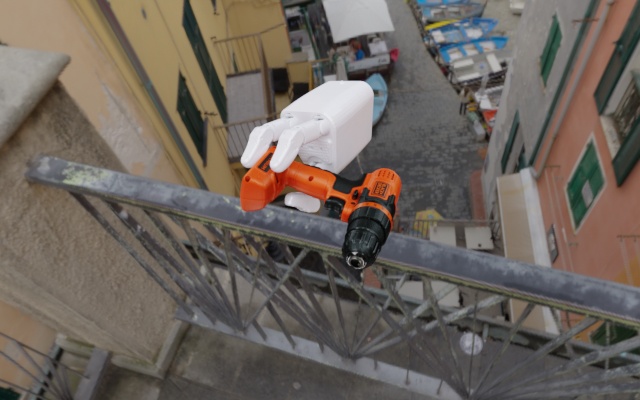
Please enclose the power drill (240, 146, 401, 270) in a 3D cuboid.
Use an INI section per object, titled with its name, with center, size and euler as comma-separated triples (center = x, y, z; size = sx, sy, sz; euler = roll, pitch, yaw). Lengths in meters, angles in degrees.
[power drill]
center = 0.000, 0.002, 0.595
size = 0.187, 0.057, 0.184
euler = 17, 34, 9
